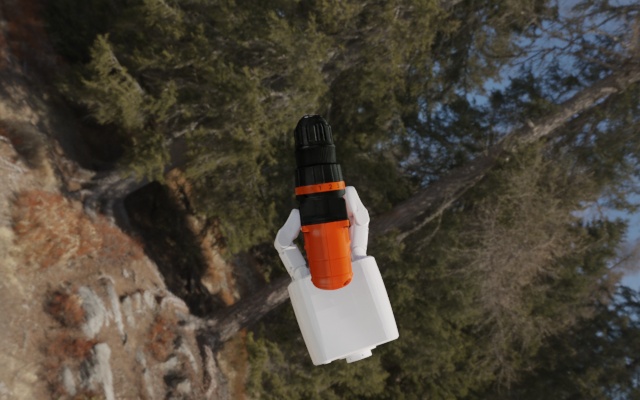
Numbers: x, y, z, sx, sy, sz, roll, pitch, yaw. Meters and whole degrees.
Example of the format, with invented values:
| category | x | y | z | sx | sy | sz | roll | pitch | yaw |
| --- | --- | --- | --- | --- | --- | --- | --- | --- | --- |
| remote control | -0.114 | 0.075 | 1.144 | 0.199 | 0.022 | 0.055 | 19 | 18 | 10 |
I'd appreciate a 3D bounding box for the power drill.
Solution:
| category | x | y | z | sx | sy | sz | roll | pitch | yaw |
| --- | --- | --- | --- | --- | --- | --- | --- | --- | --- |
| power drill | 0.000 | 0.002 | 0.568 | 0.057 | 0.184 | 0.187 | -6 | 0 | 1 |
